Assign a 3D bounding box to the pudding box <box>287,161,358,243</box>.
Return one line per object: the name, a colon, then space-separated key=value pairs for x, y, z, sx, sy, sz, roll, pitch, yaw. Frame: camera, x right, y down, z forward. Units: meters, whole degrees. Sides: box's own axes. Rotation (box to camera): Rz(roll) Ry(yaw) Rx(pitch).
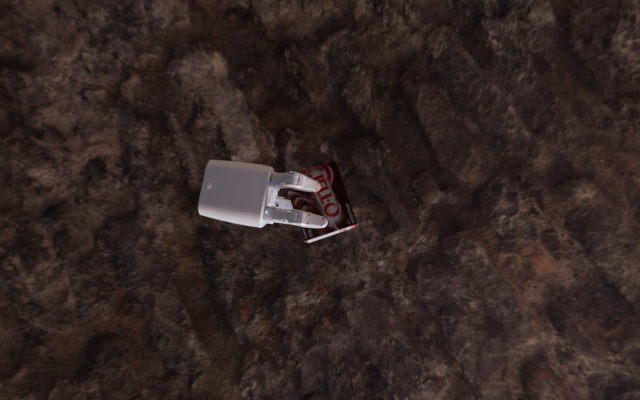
pudding box: x=0.000 y=0.003 z=0.772 sx=0.090 sy=0.113 sz=0.039 roll=-19 pitch=-9 yaw=-1
